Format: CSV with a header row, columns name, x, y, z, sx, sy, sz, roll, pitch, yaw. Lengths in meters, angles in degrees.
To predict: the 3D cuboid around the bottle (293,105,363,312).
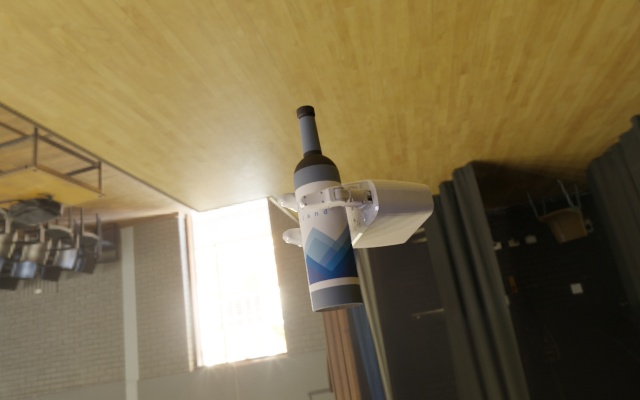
name,x,y,z,sx,sy,sz,roll,pitch,yaw
bottle,0.000,0.002,0.669,0.069,0.295,0.069,-9,-18,-3
